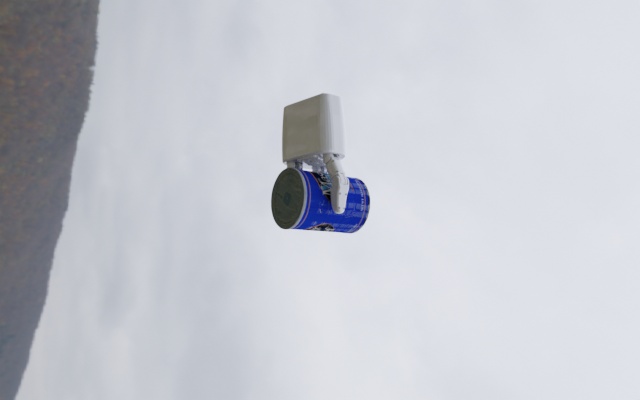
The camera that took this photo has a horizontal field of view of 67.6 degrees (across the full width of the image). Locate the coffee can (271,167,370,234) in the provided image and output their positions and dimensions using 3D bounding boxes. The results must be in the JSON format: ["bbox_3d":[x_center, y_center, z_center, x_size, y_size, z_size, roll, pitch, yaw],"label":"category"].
[{"bbox_3d":[0.000,0.003,0.825,0.140,0.103,0.103,6,-4,-36],"label":"coffee can"}]
